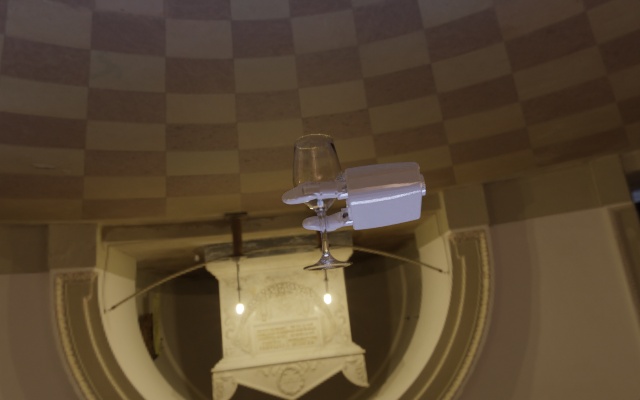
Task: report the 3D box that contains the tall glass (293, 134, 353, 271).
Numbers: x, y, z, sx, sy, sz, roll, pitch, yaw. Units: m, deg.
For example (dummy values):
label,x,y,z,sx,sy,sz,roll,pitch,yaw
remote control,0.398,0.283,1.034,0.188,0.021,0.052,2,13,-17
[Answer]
label,x,y,z,sx,sy,sz,roll,pitch,yaw
tall glass,0.000,0.003,0.731,0.079,0.201,0.079,-7,-14,-2
